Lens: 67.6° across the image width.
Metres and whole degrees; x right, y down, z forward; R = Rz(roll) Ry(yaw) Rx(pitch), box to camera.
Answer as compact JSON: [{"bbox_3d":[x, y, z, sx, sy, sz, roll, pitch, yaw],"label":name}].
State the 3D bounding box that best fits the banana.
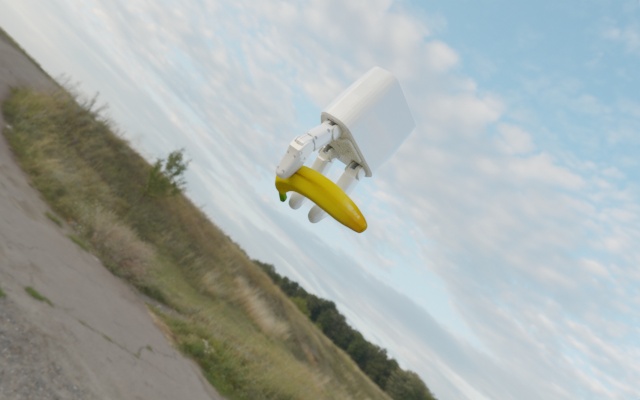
[{"bbox_3d":[-0.011,-0.012,0.615,0.037,0.070,0.197,-43,32,-16],"label":"banana"}]
